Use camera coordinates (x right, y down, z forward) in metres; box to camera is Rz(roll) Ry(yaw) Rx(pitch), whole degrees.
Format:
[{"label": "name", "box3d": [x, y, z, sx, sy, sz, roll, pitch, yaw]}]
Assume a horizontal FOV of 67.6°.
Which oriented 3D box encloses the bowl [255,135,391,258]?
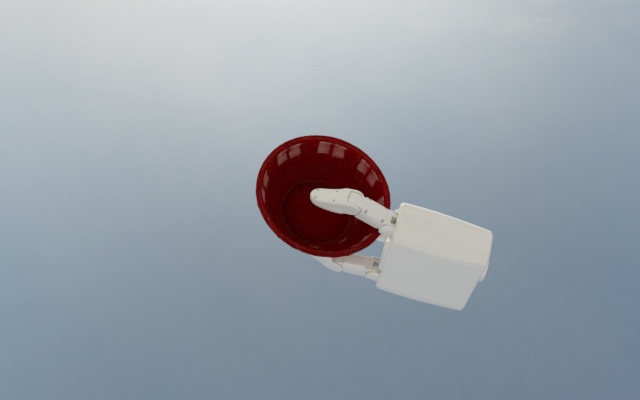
[{"label": "bowl", "box3d": [-0.001, 0.001, 0.579, 0.162, 0.162, 0.055, 0, -27, -14]}]
